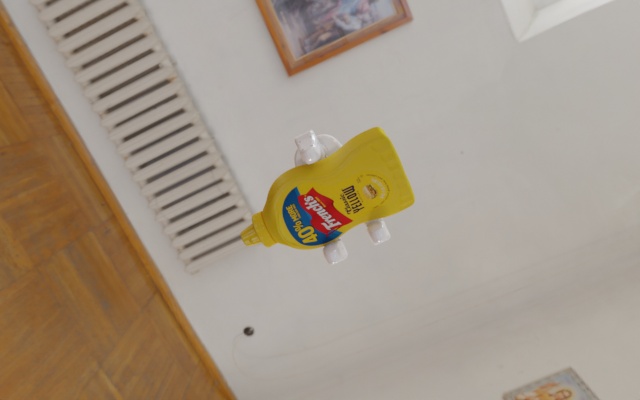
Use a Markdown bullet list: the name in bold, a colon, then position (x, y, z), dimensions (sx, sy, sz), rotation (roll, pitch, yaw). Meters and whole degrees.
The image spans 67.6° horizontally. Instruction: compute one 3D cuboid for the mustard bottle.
- **mustard bottle**: position (0.000, 0.002, 0.525), dimensions (0.191, 0.096, 0.058), rotation (-26, 31, 6)
